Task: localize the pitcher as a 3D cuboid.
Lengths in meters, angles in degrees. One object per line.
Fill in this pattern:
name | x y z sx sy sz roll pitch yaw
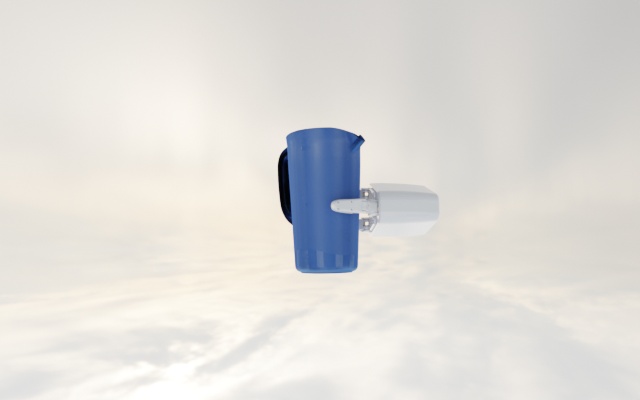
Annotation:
pitcher | 0.000 0.003 0.832 0.145 0.243 0.149 0 -6 -7
